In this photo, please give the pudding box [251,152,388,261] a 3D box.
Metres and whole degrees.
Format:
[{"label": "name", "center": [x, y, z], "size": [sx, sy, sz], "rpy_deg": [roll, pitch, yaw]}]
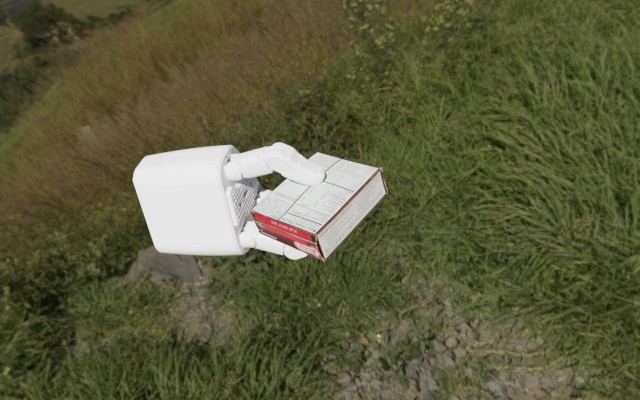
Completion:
[{"label": "pudding box", "center": [0.000, 0.001, 0.486], "size": [0.090, 0.039, 0.113], "rpy_deg": [19, 52, 37]}]
